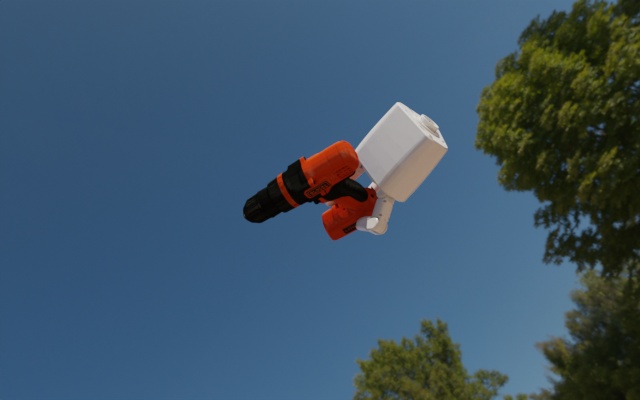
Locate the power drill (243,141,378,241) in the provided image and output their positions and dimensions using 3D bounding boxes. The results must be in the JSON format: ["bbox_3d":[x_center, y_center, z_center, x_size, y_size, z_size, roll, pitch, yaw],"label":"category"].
[{"bbox_3d":[0.001,0.002,0.720,0.184,0.057,0.188,-29,-30,16],"label":"power drill"}]
